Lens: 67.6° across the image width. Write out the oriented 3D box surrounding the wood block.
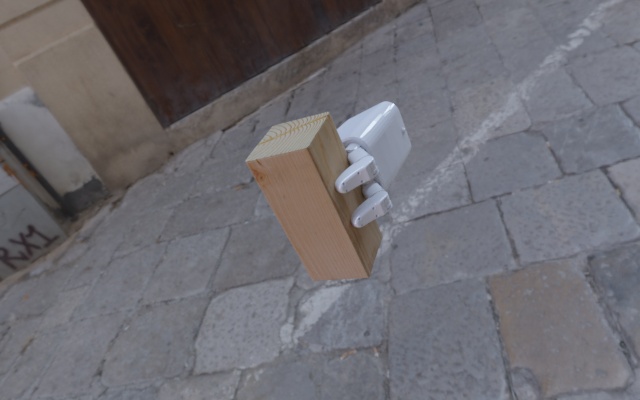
[{"bbox_3d":[0.000,0.002,0.632,0.091,0.206,0.090,-9,34,29],"label":"wood block"}]
